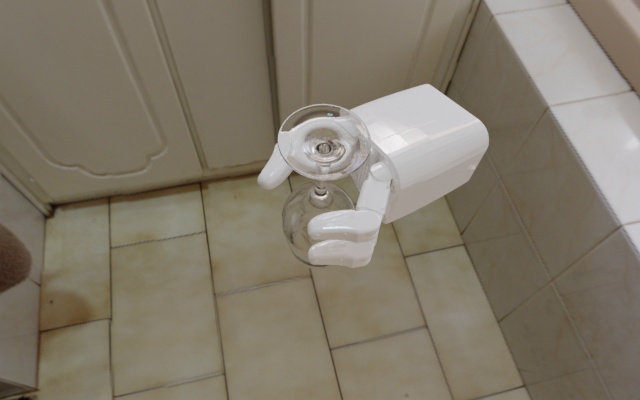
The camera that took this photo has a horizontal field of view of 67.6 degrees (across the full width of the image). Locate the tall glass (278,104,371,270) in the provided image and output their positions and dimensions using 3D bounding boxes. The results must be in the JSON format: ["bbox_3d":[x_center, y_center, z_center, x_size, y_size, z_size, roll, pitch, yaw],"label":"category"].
[{"bbox_3d":[0.000,0.001,0.462,0.079,0.079,0.201,0,-30,-3],"label":"tall glass"}]
